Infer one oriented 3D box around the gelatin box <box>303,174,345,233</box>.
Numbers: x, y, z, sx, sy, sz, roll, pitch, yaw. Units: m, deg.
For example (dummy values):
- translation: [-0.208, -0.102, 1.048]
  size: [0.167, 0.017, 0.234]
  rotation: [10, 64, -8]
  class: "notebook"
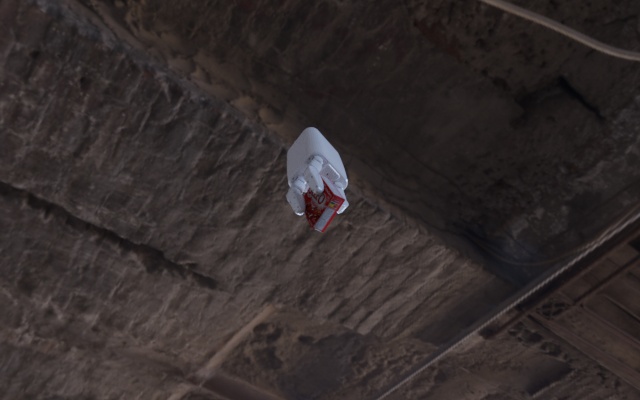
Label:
- translation: [0.001, 0.003, 0.858]
  size: [0.030, 0.073, 0.089]
  rotation: [25, 18, -30]
  class: "gelatin box"
